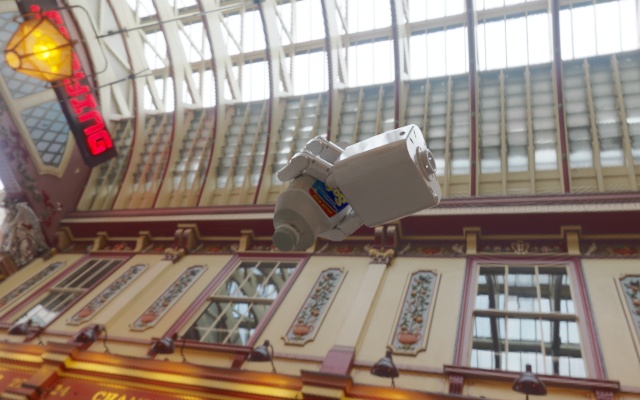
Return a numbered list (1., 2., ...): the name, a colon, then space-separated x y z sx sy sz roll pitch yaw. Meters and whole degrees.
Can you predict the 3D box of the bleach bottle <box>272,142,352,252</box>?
1. bleach bottle: 0.000 0.002 0.680 0.068 0.102 0.250 -20 17 29
